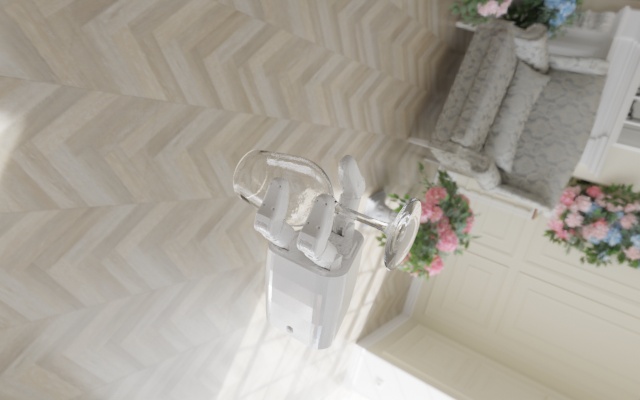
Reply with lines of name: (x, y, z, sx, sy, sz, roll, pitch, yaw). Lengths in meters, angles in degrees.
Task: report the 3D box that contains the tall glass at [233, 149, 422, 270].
tall glass: (0.001, 0.002, 0.510, 0.201, 0.079, 0.079, 22, 11, 28)
